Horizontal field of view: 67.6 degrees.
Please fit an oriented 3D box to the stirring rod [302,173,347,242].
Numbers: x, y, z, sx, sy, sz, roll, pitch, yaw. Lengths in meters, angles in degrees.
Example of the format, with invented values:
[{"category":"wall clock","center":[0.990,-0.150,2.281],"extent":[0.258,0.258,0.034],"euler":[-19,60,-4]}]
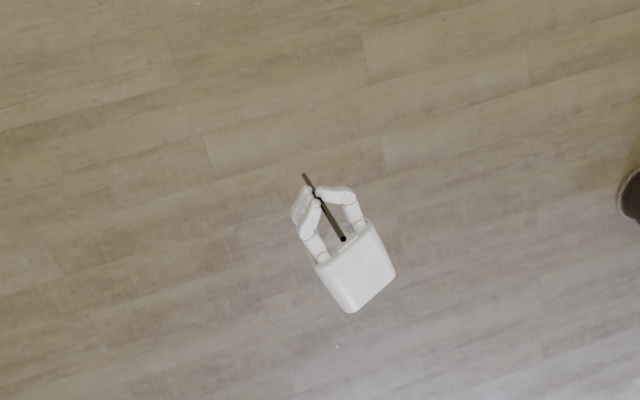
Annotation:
[{"category":"stirring rod","center":[0.000,0.002,0.683],"extent":[0.011,0.011,0.239],"euler":[0,22,-14]}]
